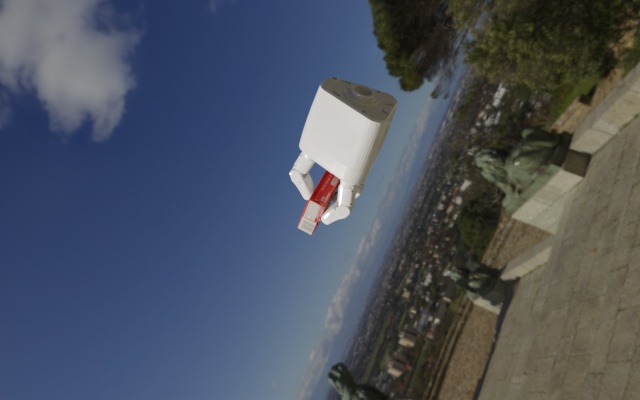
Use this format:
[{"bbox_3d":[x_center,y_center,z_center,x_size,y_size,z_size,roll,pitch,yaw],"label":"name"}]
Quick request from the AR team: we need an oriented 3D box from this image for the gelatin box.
[{"bbox_3d":[0.000,0.002,0.762,0.030,0.073,0.089,29,-37,3],"label":"gelatin box"}]
